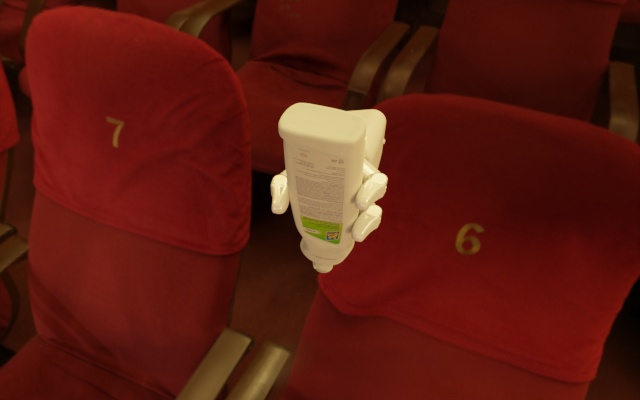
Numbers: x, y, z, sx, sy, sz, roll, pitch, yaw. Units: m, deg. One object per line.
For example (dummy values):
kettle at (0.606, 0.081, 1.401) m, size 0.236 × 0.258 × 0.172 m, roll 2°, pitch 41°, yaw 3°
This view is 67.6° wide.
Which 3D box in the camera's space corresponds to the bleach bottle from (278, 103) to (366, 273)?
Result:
bleach bottle at (0.000, 0.002, 0.625) m, size 0.102 × 0.251 × 0.068 m, roll 14°, pitch 44°, yaw 12°
